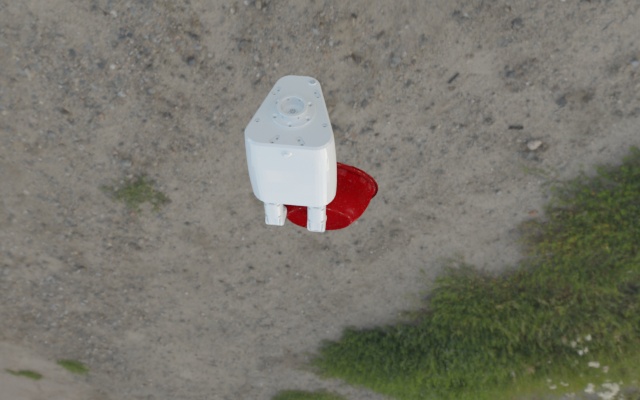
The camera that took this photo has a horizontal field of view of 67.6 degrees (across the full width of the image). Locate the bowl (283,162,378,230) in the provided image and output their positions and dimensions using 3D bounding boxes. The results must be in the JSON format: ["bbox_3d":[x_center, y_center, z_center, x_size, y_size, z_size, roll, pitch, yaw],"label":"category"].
[{"bbox_3d":[0.000,0.003,0.681,0.162,0.055,0.162,5,-22,2],"label":"bowl"}]
